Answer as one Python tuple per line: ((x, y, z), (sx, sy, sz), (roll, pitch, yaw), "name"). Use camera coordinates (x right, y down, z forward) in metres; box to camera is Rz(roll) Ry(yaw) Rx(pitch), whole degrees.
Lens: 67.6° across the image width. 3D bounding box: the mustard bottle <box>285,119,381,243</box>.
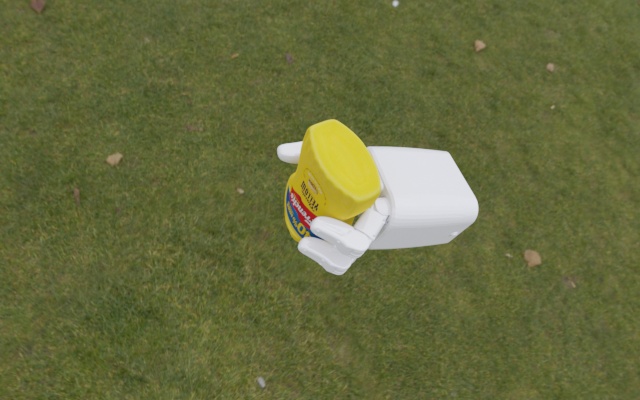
((0.000, 0.002, 0.537), (0.058, 0.096, 0.192), (-25, -18, -26), "mustard bottle")
